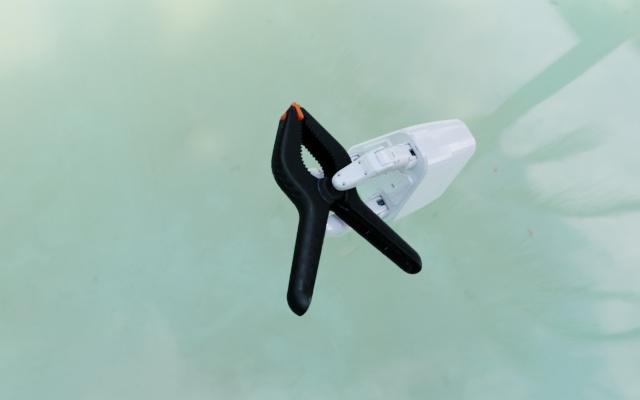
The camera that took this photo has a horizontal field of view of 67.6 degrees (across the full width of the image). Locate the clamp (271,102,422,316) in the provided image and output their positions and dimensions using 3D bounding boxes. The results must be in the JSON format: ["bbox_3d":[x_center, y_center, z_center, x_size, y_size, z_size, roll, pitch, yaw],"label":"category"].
[{"bbox_3d":[0.000,0.001,0.463,0.164,0.210,0.036,-19,-14,-42],"label":"clamp"}]
